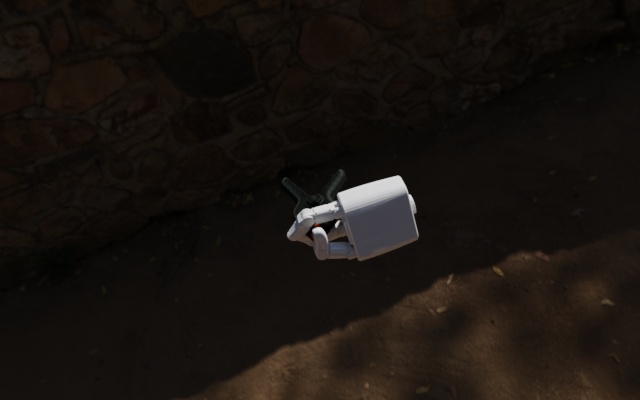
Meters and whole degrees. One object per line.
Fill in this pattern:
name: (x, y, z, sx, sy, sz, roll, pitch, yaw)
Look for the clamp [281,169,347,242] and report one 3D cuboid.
clamp: (0.000, 0.002, 0.829, 0.120, 0.039, 0.171, -18, 42, 0)
